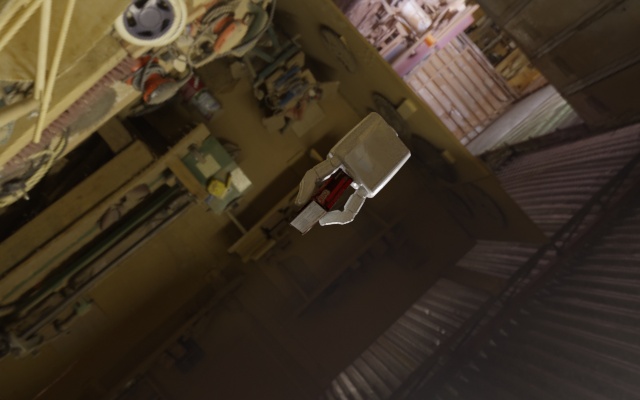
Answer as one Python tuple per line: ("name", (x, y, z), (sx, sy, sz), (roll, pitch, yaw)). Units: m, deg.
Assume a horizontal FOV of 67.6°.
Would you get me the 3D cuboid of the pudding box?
("pudding box", (0.000, 0.003, 0.842), (0.090, 0.039, 0.113), (-49, 1, -36))
